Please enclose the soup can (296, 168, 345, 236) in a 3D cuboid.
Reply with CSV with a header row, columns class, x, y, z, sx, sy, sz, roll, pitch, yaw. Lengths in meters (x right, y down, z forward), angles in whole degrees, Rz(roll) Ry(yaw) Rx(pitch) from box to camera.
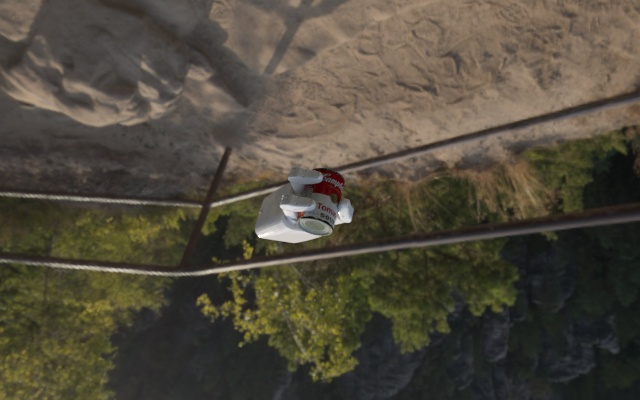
class,x,y,z,sx,sy,sz,roll,pitch,yaw
soup can,0.000,0.003,0.843,0.068,0.102,0.068,11,-28,6
